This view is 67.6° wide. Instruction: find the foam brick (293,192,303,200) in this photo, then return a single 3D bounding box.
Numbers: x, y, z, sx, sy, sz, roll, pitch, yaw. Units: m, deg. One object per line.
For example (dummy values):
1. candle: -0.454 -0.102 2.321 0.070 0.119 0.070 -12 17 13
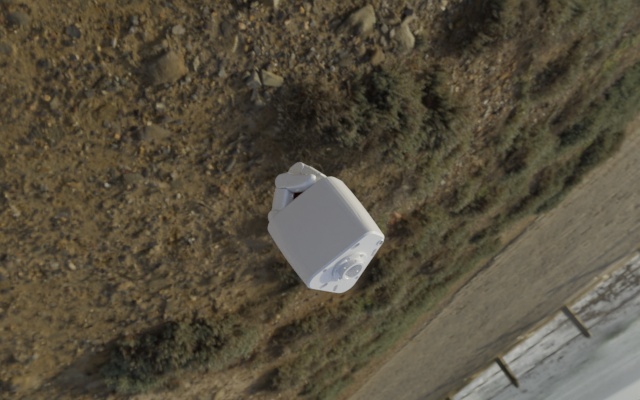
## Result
1. foam brick: 0.000 0.002 0.700 0.078 0.053 0.051 22 18 -50
